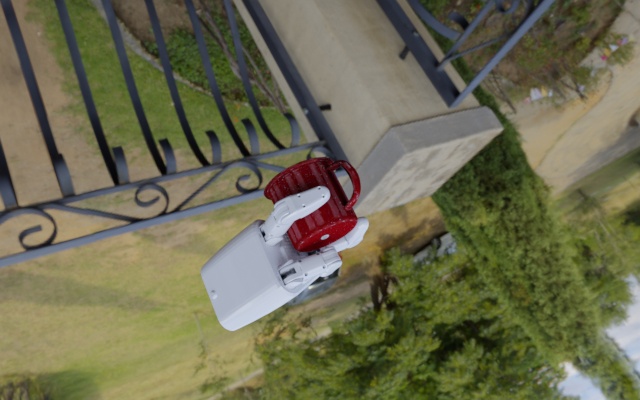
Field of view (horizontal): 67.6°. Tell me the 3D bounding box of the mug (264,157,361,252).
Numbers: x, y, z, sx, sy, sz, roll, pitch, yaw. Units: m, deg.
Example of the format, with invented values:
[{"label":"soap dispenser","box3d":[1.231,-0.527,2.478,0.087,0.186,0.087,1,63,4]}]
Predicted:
[{"label":"mug","box3d":[0.001,0.001,0.556,0.117,0.081,0.093,-37,-21,28]}]
